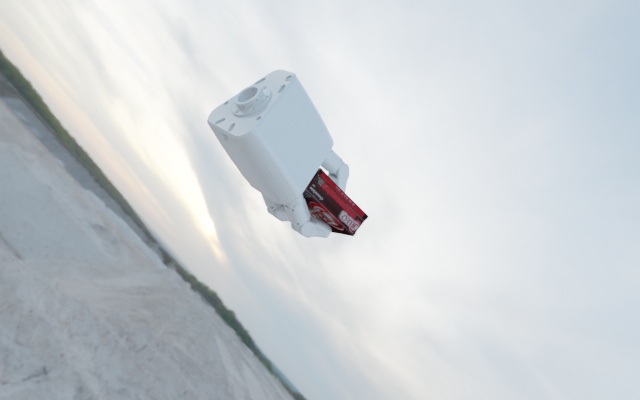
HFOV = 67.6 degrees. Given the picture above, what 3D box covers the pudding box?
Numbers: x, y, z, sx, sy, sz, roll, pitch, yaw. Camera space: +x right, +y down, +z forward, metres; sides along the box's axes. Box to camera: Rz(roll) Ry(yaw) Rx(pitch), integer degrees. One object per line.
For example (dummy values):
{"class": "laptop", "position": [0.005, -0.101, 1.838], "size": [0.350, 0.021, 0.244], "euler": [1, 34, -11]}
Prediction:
{"class": "pudding box", "position": [0.000, 0.002, 0.625], "size": [0.090, 0.039, 0.113], "euler": [45, -13, -16]}
